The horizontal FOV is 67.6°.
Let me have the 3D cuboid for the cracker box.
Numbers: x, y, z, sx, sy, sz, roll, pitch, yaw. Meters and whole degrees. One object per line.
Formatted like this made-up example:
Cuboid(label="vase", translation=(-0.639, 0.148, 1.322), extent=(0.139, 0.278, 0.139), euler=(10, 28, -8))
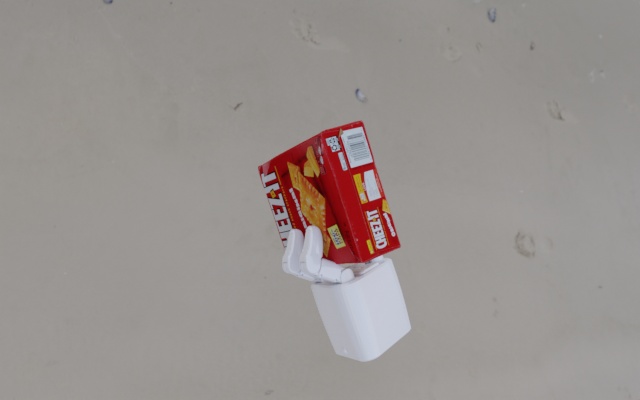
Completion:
Cuboid(label="cracker box", translation=(0.000, 0.002, 0.654), extent=(0.072, 0.164, 0.214), euler=(-18, 1, -29))
